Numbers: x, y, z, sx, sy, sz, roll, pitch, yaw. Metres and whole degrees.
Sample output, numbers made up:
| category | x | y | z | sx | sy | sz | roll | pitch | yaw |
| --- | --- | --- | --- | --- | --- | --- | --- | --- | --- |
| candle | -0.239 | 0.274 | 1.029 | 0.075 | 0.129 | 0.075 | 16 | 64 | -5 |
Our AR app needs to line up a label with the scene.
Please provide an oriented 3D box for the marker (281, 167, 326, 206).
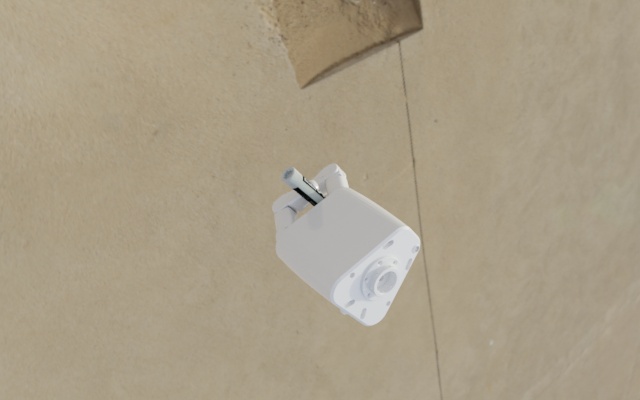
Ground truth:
| category | x | y | z | sx | sy | sz | roll | pitch | yaw |
| --- | --- | --- | --- | --- | --- | --- | --- | --- | --- |
| marker | 0.000 | 0.002 | 0.546 | 0.020 | 0.020 | 0.121 | 0 | -30 | 42 |
